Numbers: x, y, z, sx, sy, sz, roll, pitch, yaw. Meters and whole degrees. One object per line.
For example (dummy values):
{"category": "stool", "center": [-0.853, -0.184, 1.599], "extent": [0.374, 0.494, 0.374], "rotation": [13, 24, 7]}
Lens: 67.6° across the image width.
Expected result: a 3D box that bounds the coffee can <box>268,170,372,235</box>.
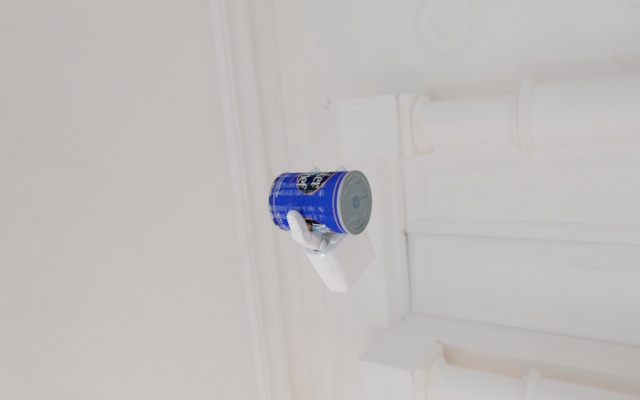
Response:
{"category": "coffee can", "center": [0.000, 0.003, 0.790], "extent": [0.140, 0.103, 0.103], "rotation": [1, 0, 34]}
